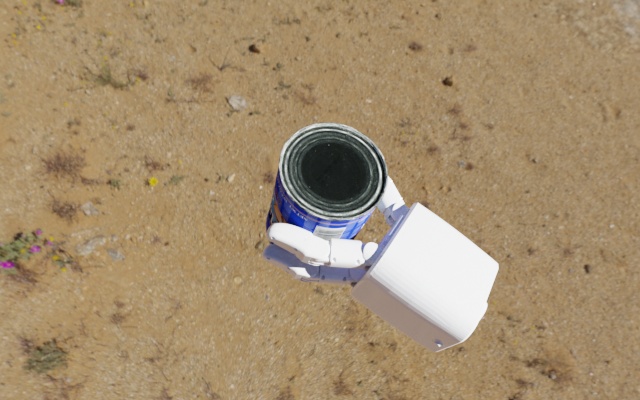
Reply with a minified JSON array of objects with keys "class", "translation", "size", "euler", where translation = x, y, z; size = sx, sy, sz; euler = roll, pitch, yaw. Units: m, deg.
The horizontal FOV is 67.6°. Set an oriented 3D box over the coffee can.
[{"class":"coffee can","translation":[0.000,0.002,0.495],"size":[0.103,0.102,0.140],"euler":[0,-26,-12]}]
